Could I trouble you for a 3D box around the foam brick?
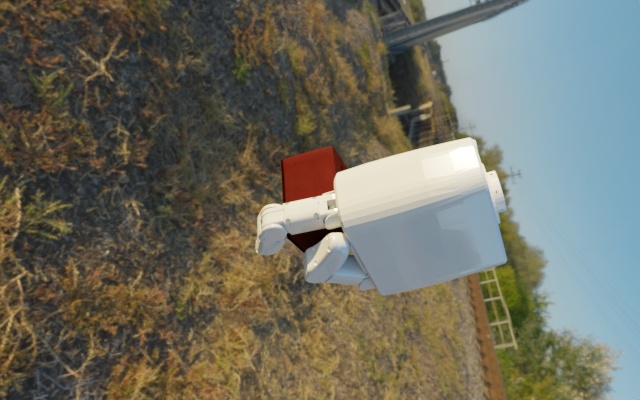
[{"bbox_3d":[0.000,0.001,0.419,0.051,0.078,0.053,-17,-33,17],"label":"foam brick"}]
